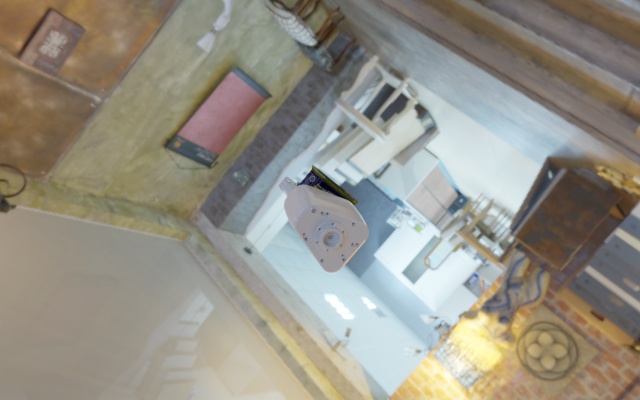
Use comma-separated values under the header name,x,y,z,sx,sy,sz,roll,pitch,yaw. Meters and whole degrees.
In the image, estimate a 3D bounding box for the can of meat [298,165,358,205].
name,x,y,z,sx,sy,sz,roll,pitch,yaw
can of meat,0.000,0.003,0.837,0.102,0.084,0.057,37,6,-23
